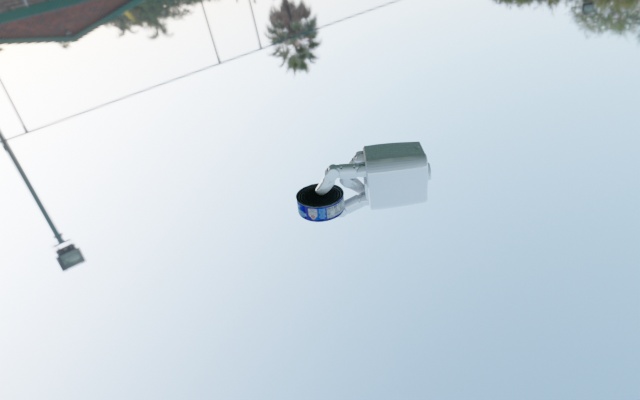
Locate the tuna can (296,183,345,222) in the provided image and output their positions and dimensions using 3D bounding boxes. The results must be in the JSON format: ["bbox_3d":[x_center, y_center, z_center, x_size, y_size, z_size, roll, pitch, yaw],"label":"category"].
[{"bbox_3d":[0.000,0.003,0.855,0.086,0.034,0.086,-4,30,3],"label":"tuna can"}]
